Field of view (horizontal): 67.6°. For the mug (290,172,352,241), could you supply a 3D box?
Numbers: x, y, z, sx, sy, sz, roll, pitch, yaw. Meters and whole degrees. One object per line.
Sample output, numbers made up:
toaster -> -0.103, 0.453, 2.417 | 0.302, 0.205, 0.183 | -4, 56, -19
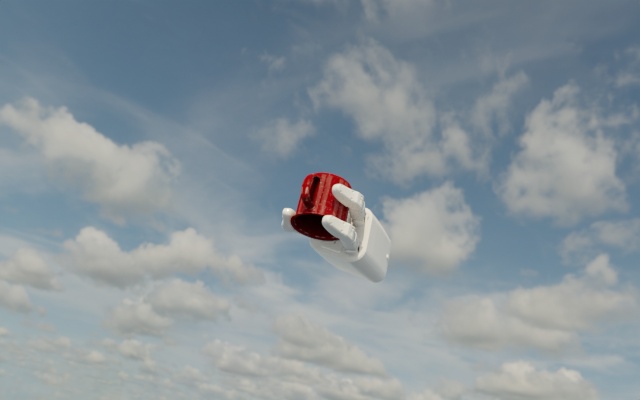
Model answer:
mug -> -0.001, 0.002, 0.761 | 0.093, 0.081, 0.117 | -4, -33, 28
